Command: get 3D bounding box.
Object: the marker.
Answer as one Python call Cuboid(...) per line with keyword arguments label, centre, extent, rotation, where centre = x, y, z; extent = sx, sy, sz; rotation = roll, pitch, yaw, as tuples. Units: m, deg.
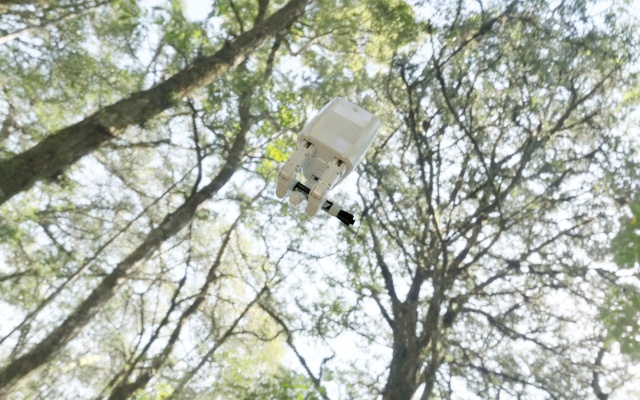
Cuboid(label="marker", centre=(0.000, 0.002, 0.720), extent=(0.121, 0.020, 0.020), rotation=(32, 5, 9))
